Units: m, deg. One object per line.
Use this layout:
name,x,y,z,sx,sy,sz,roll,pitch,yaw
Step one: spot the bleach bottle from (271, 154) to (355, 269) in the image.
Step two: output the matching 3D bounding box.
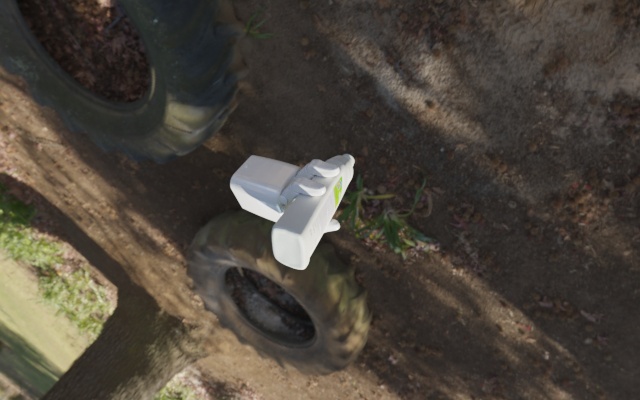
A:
bleach bottle,0.000,0.003,0.881,0.068,0.103,0.250,19,47,19
